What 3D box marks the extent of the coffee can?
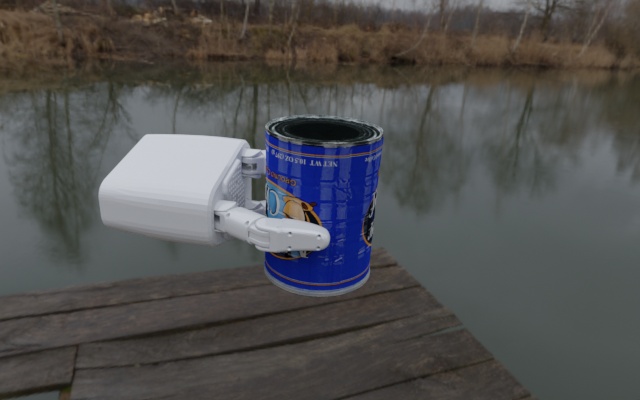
[{"bbox_3d":[0.000,0.002,0.438,0.103,0.140,0.102,3,22,-1],"label":"coffee can"}]
